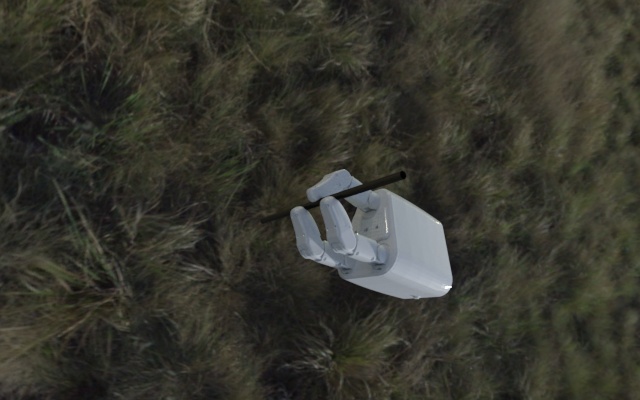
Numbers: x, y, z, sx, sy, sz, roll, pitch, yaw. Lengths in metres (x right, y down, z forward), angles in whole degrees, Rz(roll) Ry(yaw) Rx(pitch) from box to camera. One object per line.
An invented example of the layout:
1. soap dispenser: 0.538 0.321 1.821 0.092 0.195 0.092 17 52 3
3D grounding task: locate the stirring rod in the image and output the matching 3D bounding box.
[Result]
1. stirring rod: 0.000 0.002 0.518 0.011 0.011 0.239 0 -12 -39
